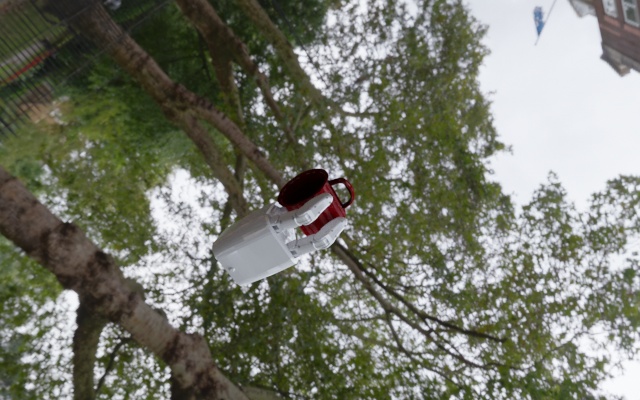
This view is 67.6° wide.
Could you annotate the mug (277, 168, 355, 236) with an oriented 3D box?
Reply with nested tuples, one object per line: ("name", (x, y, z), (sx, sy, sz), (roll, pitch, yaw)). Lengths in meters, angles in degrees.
("mug", (0.001, 0.002, 0.778), (0.117, 0.081, 0.093), (-25, 30, 13))
